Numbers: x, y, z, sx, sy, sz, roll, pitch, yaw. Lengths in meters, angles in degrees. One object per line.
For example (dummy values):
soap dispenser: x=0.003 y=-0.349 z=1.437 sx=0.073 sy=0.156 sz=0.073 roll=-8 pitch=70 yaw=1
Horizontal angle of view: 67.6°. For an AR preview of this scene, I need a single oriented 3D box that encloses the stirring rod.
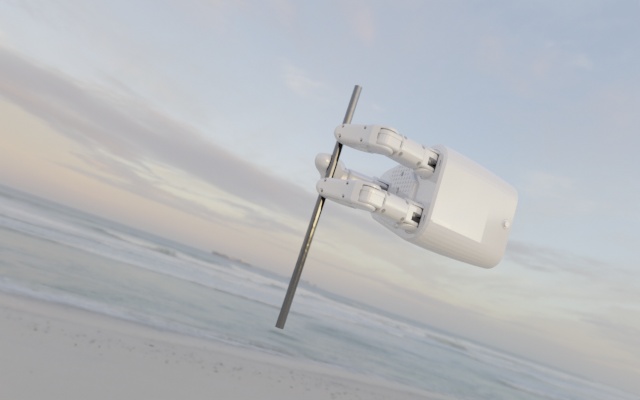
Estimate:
stirring rod: x=0.000 y=0.002 z=0.447 sx=0.011 sy=0.239 sz=0.011 roll=18 pitch=-10 yaw=3
